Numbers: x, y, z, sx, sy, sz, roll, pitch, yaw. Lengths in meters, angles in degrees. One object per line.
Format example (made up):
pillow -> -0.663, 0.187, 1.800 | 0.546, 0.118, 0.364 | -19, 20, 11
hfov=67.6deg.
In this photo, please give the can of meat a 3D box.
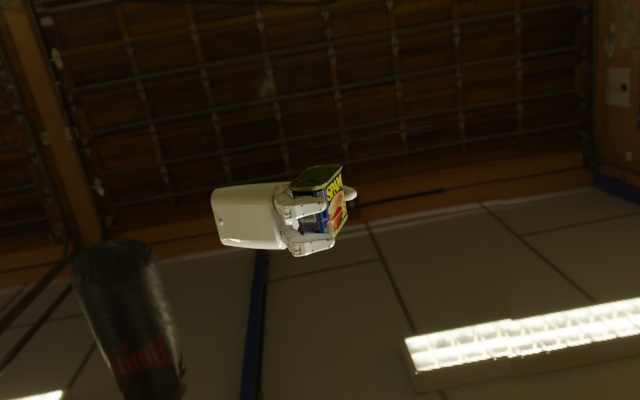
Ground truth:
can of meat -> 0.000, 0.003, 0.692 | 0.057, 0.084, 0.102 | -2, 20, 21
